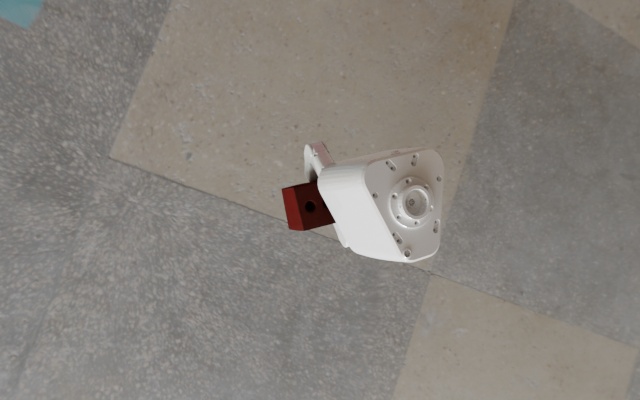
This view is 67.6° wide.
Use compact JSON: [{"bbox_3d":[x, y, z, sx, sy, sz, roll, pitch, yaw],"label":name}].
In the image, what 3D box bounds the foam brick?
[{"bbox_3d":[0.000,0.002,0.572,0.078,0.053,0.051,-14,5,-20],"label":"foam brick"}]
